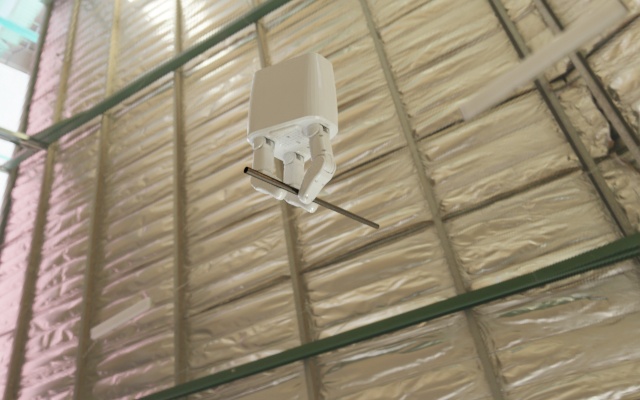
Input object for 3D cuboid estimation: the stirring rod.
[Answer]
[{"bbox_3d":[0.000,0.002,0.600,0.011,0.011,0.239,0,-17,45],"label":"stirring rod"}]
